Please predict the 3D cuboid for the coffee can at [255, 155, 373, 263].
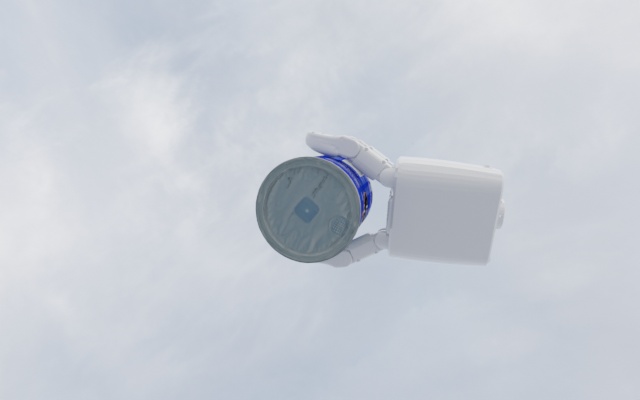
[{"bbox_3d":[0.000,0.002,0.520,0.103,0.103,0.140,0,7,11],"label":"coffee can"}]
